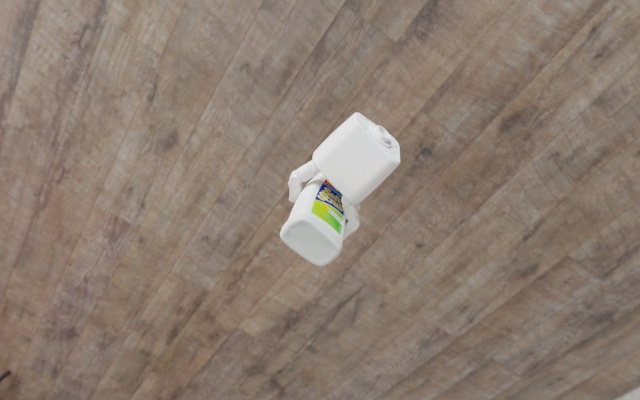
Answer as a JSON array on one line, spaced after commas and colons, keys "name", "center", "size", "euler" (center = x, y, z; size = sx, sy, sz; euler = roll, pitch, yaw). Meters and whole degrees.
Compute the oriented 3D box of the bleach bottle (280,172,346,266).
[{"name": "bleach bottle", "center": [0.000, 0.003, 0.854], "size": [0.068, 0.102, 0.250], "euler": [-41, 19, 27]}]
